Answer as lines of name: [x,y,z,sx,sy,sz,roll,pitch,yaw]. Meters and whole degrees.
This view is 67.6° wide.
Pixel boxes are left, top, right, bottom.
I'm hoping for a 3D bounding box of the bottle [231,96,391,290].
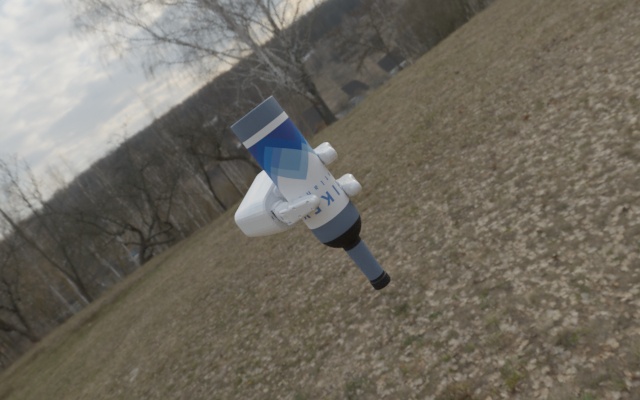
bottle: [0.000,0.002,0.632,0.069,0.296,0.069,-35,13,10]
